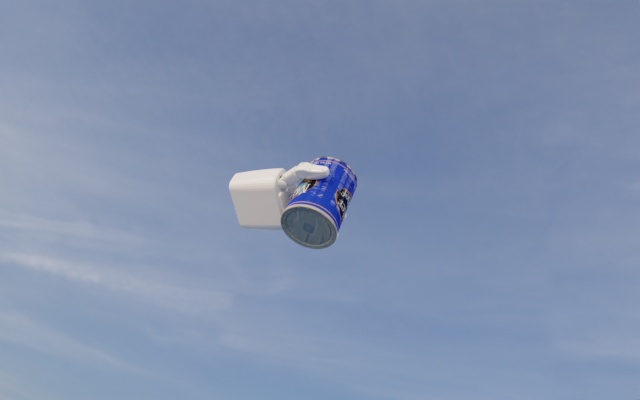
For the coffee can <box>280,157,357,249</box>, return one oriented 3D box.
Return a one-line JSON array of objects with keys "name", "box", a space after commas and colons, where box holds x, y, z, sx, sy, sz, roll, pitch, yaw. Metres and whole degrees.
[{"name": "coffee can", "box": [0.000, 0.003, 0.865, 0.103, 0.103, 0.140, 0, 41, 24]}]
